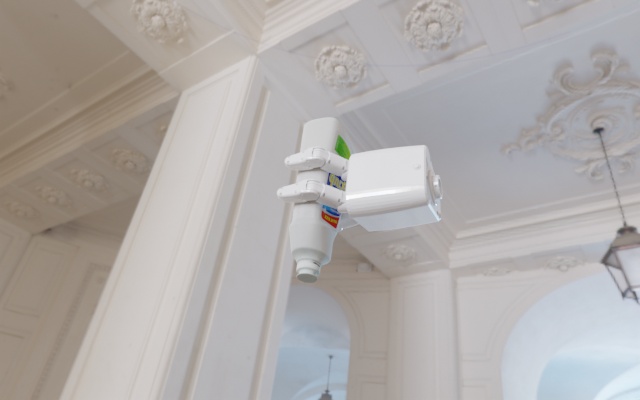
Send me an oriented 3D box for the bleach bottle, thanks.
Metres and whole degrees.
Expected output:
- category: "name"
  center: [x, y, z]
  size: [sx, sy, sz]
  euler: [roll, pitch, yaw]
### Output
- category: "bleach bottle"
  center: [0.000, 0.002, 0.691]
  size: [0.068, 0.250, 0.103]
  euler: [-7, -37, 21]
